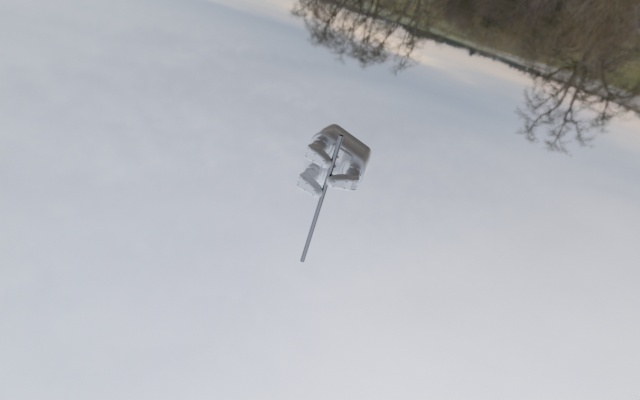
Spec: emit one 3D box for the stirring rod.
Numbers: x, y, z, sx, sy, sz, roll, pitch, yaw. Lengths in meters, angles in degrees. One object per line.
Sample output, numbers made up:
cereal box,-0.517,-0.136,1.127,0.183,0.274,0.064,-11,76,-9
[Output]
stirring rod,0.000,0.003,0.802,0.011,0.240,0.011,14,24,-6
